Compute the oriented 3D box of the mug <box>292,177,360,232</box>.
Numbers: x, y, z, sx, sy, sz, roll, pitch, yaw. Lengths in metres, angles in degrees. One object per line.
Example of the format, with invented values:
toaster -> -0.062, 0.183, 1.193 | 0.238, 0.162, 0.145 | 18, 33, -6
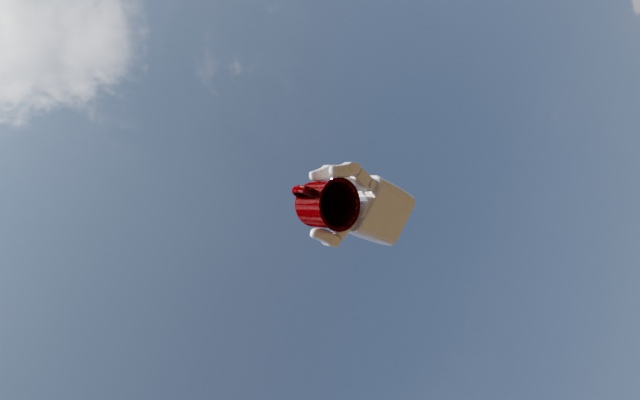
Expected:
mug -> -0.001, 0.002, 0.829 | 0.117, 0.093, 0.081 | 25, -15, -36
